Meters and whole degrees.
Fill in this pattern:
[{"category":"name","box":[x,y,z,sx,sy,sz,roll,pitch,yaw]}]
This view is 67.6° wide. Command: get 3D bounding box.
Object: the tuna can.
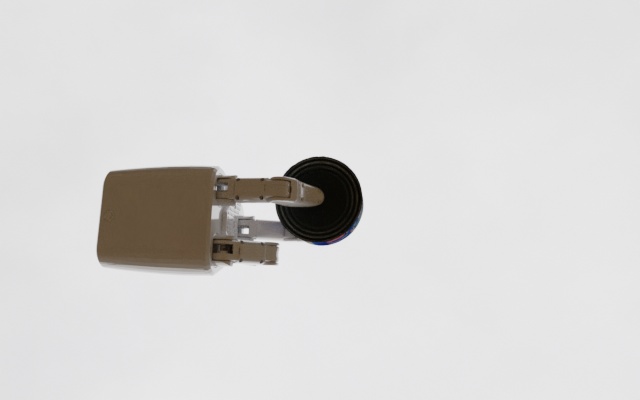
[{"category":"tuna can","box":[0.000,0.002,0.475,0.086,0.086,0.034,0,-13,9]}]
